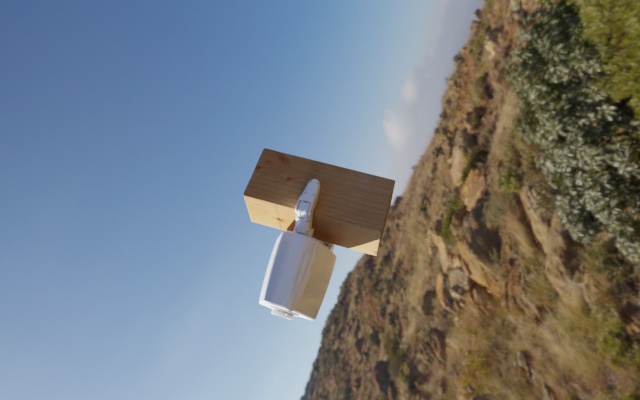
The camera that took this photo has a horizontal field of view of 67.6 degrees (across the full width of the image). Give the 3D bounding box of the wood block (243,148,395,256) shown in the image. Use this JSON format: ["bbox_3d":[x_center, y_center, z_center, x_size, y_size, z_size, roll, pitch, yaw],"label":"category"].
[{"bbox_3d":[0.000,0.003,0.729,0.206,0.090,0.091,15,-29,9],"label":"wood block"}]
